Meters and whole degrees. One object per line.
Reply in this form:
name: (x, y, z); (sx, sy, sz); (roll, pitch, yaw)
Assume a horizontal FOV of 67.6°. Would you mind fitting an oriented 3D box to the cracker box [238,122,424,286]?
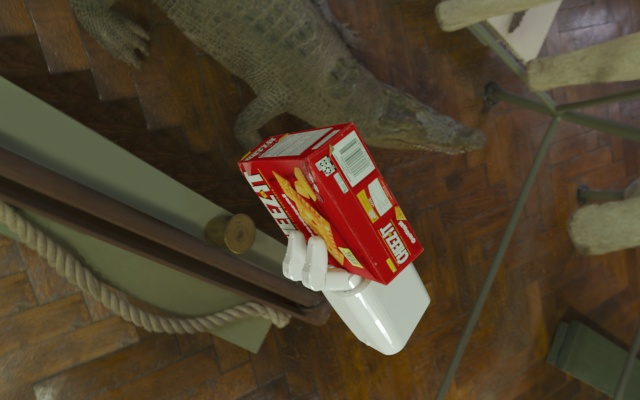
cracker box: (0.000, 0.002, 0.570); (0.072, 0.164, 0.213); (-39, 20, -21)
